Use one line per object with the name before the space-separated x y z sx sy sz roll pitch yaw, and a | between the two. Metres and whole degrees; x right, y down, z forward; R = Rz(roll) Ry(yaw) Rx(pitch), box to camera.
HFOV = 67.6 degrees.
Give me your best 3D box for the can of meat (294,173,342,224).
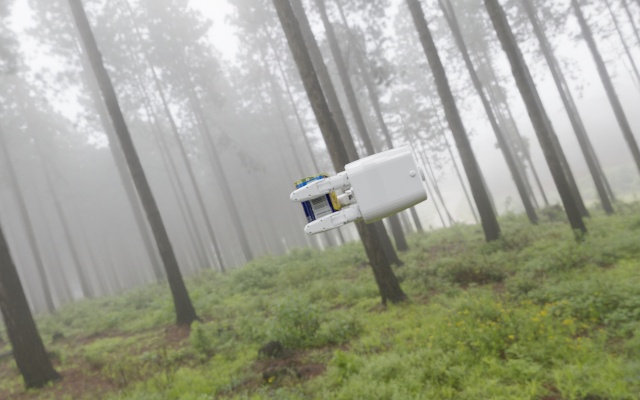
can of meat | 0.000 0.002 0.789 0.057 0.084 0.102 -20 -3 8
